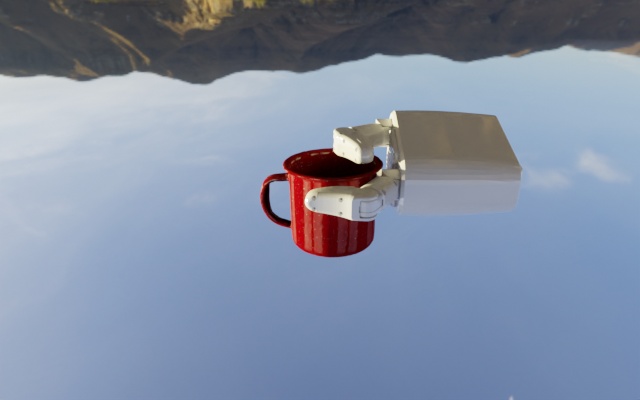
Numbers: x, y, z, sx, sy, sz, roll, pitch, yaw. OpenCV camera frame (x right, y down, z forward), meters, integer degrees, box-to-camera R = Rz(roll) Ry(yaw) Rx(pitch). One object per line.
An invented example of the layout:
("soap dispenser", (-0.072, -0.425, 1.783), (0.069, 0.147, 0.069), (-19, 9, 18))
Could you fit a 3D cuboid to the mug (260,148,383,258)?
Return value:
("mug", (-0.001, 0.002, 0.459), (0.117, 0.081, 0.093), (0, 23, 3))
